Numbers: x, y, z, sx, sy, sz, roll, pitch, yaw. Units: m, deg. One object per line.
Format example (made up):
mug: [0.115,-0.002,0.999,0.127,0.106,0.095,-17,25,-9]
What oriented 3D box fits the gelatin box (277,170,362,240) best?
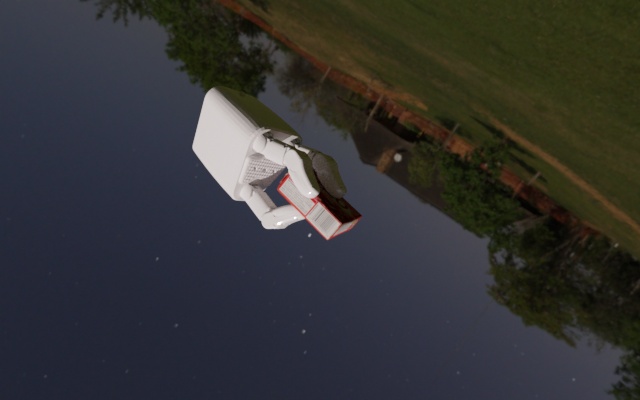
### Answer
gelatin box: [0.000,0.002,0.574,0.089,0.030,0.073,45,20,13]
